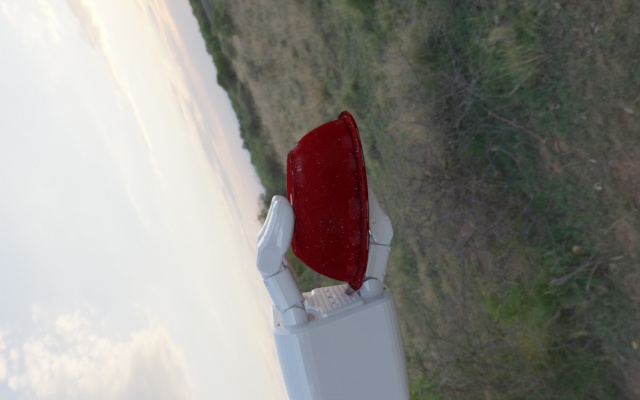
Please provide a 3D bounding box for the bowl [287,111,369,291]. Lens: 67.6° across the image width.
[{"bbox_3d":[0.000,0.000,0.430,0.055,0.162,0.162,-3,0,-7],"label":"bowl"}]
